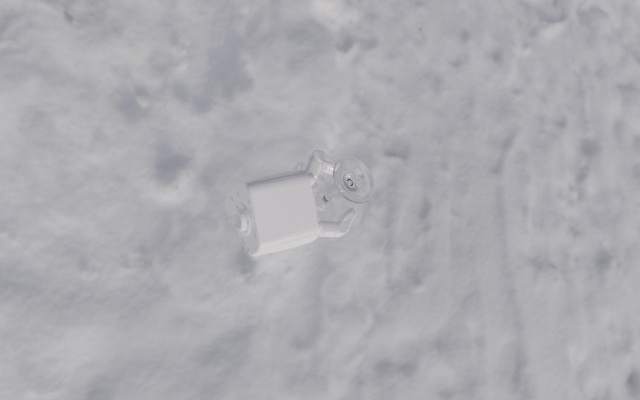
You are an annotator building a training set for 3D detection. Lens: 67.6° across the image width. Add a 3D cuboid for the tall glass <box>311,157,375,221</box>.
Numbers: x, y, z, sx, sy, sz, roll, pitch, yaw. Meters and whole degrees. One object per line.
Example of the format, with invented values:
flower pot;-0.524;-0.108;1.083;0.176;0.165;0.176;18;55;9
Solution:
tall glass;0.001;0.002;0.789;0.079;0.079;0.201;0;-20;-32
